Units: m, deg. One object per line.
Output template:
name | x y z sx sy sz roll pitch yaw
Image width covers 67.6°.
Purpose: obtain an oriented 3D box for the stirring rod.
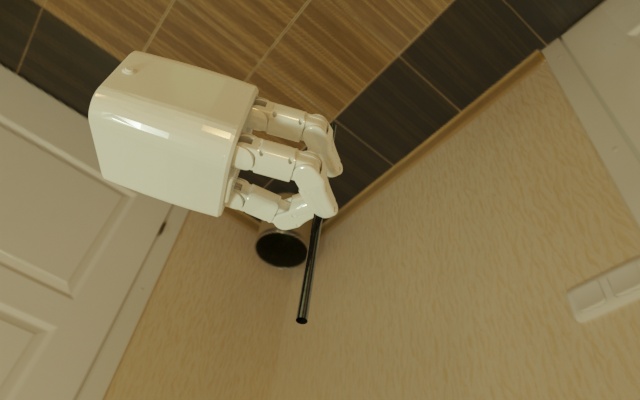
stirring rod | 0.000 0.001 0.408 0.011 0.011 0.239 0 41 8
